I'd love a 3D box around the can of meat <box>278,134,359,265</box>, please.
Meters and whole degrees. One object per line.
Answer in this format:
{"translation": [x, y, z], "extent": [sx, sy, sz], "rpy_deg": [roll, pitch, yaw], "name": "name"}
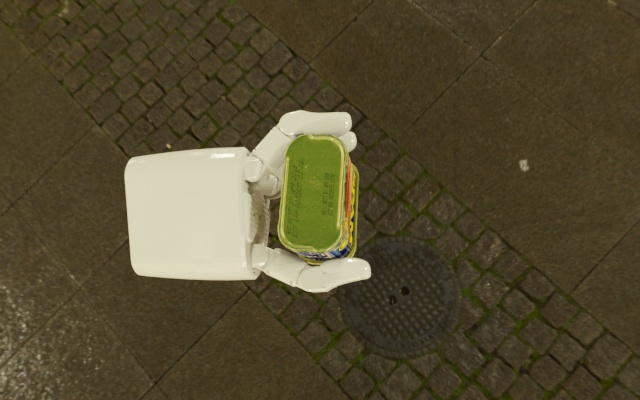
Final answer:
{"translation": [0.000, 0.001, 0.413], "extent": [0.057, 0.102, 0.084], "rpy_deg": [1, -12, 10], "name": "can of meat"}
